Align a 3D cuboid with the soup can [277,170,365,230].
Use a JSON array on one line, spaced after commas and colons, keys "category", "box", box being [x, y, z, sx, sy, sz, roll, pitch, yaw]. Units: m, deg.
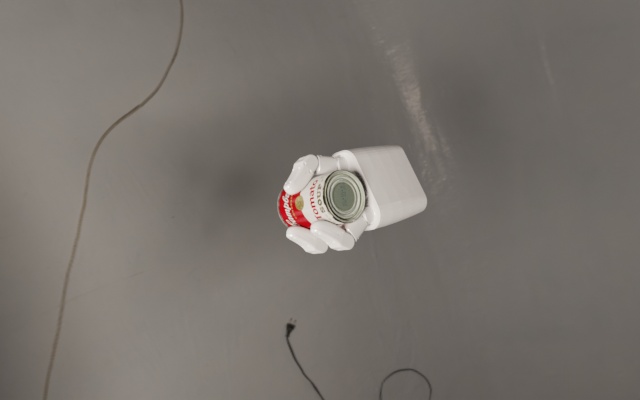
[{"category": "soup can", "box": [0.000, 0.002, 0.614, 0.068, 0.068, 0.102, 0, -8, -38]}]
